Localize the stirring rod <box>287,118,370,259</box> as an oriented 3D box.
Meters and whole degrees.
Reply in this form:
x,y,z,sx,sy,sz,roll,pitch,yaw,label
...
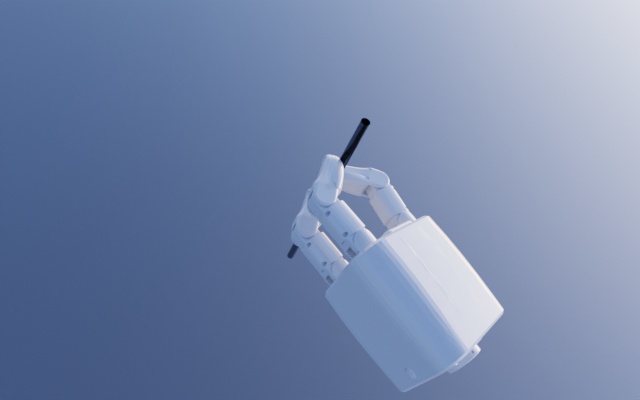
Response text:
x,y,z,sx,sy,sz,roll,pitch,yaw,label
0.000,0.002,0.475,0.011,0.011,0.240,0,-32,-21,stirring rod
